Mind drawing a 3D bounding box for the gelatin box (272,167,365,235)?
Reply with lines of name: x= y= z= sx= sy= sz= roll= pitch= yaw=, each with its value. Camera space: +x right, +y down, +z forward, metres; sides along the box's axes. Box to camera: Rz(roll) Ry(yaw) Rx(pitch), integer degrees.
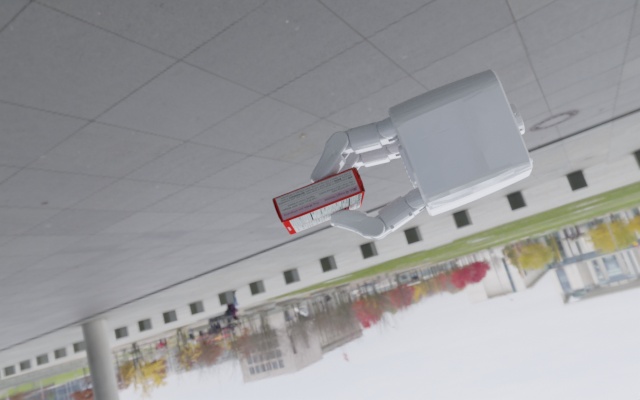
gelatin box: x=0.000 y=0.002 z=0.495 sx=0.089 sy=0.030 sz=0.073 roll=-22 pitch=-13 yaw=-2
